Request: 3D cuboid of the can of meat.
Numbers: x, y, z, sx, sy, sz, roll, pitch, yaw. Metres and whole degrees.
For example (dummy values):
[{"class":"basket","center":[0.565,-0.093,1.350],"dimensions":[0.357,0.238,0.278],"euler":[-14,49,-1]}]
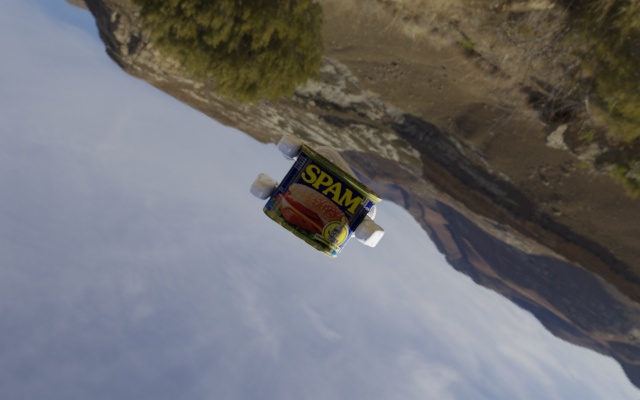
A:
[{"class":"can of meat","center":[0.000,0.002,0.522],"dimensions":[0.102,0.084,0.057],"euler":[35,8,-5]}]
